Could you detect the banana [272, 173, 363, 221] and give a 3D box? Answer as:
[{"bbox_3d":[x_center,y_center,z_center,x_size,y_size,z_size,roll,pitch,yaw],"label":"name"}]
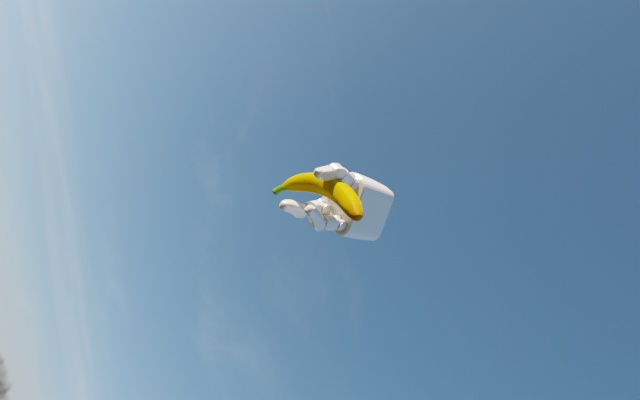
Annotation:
[{"bbox_3d":[0.007,-0.013,0.831,0.198,0.069,0.037,16,-23,39],"label":"banana"}]
